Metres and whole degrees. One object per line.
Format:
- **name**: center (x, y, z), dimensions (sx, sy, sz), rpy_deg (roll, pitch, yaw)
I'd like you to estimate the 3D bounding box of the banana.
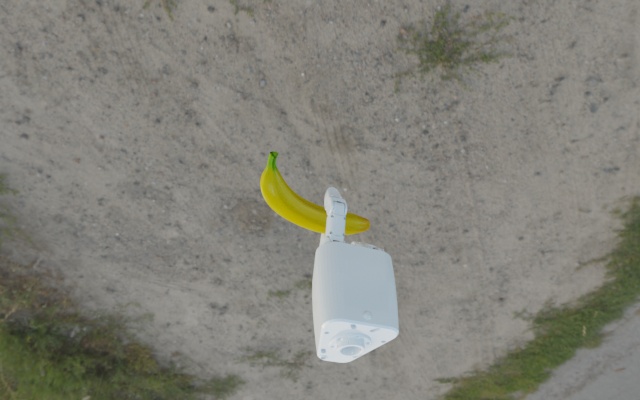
- **banana**: center (-0.016, 0.009, 0.667), dimensions (0.070, 0.037, 0.198), rpy_deg (-34, -51, 30)
